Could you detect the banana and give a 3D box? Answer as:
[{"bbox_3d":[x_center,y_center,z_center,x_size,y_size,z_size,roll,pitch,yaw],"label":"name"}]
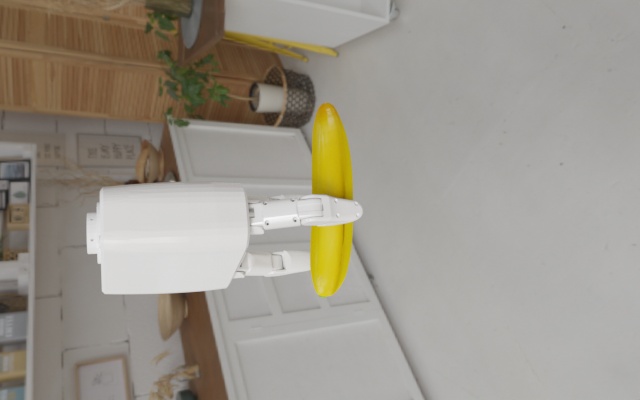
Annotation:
[{"bbox_3d":[0.006,0.008,0.447,0.037,0.198,0.069,-1,11,-20],"label":"banana"}]
